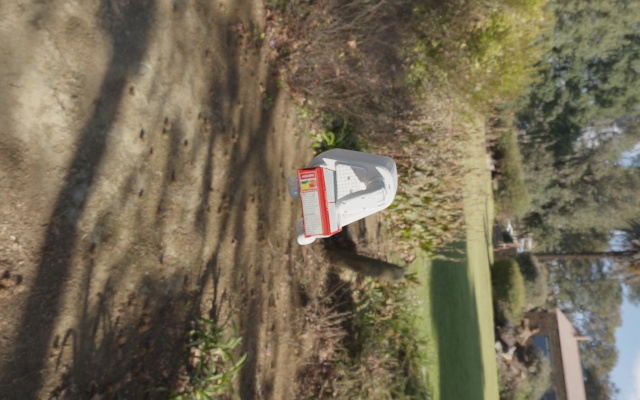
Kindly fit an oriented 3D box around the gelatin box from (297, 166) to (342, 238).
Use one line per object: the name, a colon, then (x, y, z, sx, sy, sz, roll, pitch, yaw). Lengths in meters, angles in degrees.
gelatin box: (0.000, 0.002, 0.532, 0.030, 0.073, 0.089, -6, -1, 11)
